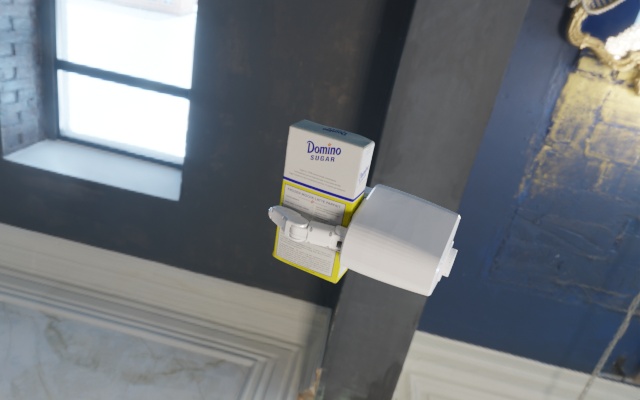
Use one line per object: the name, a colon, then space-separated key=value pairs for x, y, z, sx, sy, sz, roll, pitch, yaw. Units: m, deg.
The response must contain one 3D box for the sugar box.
sugar box: x=0.000 y=0.002 z=0.567 sx=0.093 sy=0.176 sz=0.048 roll=20 pitch=25 yaw=18
